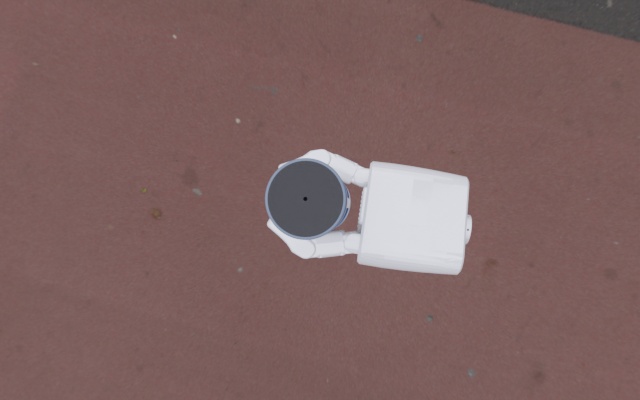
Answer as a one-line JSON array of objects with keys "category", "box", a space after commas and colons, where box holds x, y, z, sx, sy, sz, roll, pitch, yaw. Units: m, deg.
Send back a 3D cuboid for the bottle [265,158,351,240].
[{"category": "bottle", "box": [0.000, 0.002, 0.531, 0.069, 0.069, 0.296, 0, -1, 5]}]
